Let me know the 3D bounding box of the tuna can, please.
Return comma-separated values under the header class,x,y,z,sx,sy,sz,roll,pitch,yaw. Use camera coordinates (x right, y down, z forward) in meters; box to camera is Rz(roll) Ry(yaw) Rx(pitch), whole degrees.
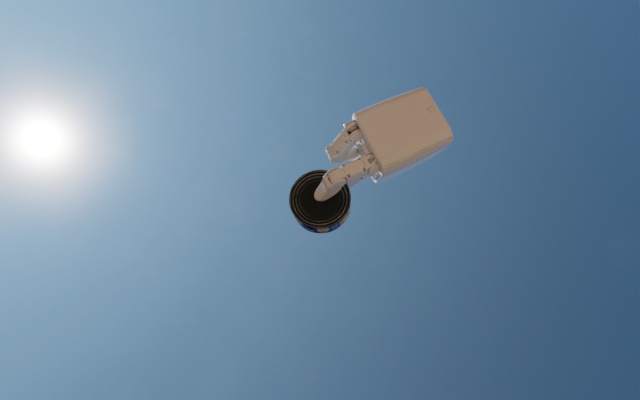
class,x,y,z,sx,sy,sz,roll,pitch,yaw
tuna can,0.000,0.002,0.673,0.086,0.086,0.034,0,-19,4
